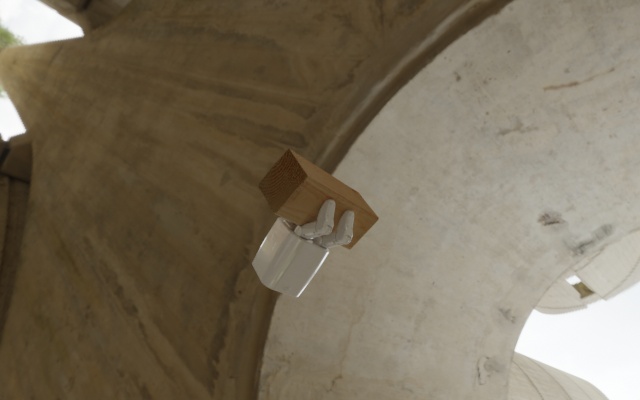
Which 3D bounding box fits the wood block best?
[{"bbox_3d":[0.000,0.003,0.879,0.206,0.090,0.090,29,18,-43],"label":"wood block"}]
